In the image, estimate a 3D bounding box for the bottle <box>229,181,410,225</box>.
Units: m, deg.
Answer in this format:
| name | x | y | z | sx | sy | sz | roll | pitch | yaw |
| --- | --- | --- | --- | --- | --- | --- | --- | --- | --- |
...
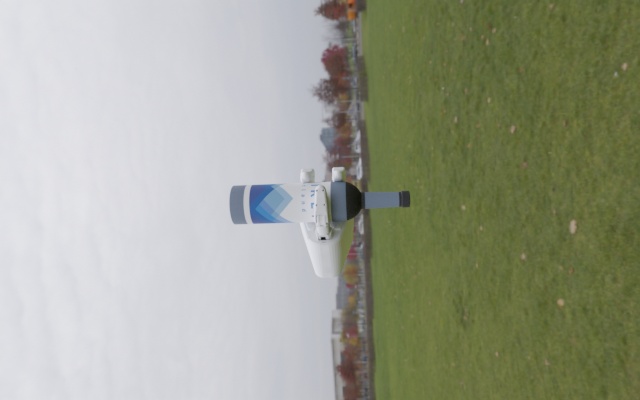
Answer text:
| name | x | y | z | sx | sy | sz | roll | pitch | yaw |
| --- | --- | --- | --- | --- | --- | --- | --- | --- | --- |
| bottle | 0.000 | 0.003 | 0.800 | 0.296 | 0.069 | 0.069 | -2 | 0 | 4 |
